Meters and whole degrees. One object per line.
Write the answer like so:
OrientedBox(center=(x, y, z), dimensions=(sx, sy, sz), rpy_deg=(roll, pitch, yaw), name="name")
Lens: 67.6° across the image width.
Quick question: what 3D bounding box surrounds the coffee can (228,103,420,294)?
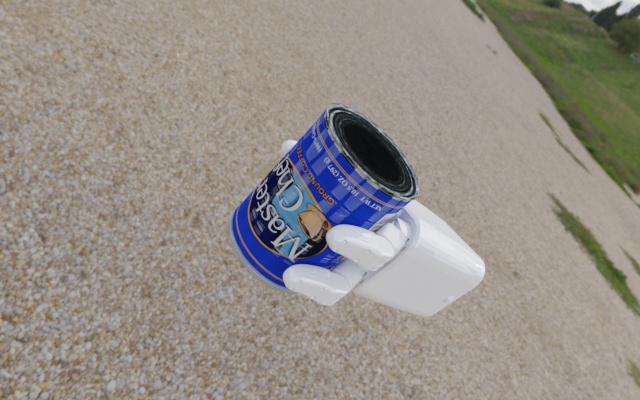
OrientedBox(center=(0.000, 0.001, 0.417), dimensions=(0.140, 0.102, 0.103), rpy_deg=(-44, -25, 29), name="coffee can")
